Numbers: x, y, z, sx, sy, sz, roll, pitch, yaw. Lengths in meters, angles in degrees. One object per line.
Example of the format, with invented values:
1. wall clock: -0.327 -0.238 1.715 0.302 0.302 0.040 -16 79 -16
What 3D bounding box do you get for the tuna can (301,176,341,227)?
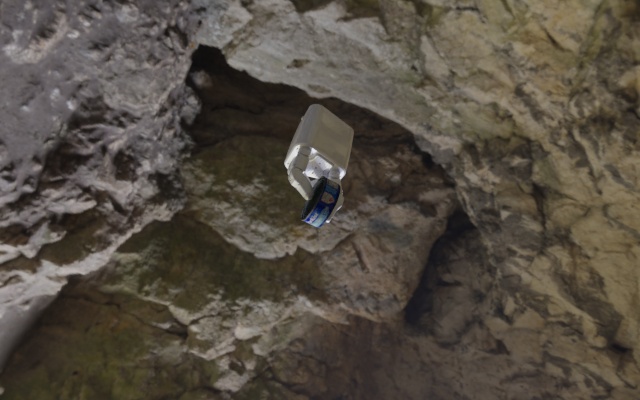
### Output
1. tuna can: 0.001 0.003 0.827 0.034 0.086 0.086 27 -6 -13
